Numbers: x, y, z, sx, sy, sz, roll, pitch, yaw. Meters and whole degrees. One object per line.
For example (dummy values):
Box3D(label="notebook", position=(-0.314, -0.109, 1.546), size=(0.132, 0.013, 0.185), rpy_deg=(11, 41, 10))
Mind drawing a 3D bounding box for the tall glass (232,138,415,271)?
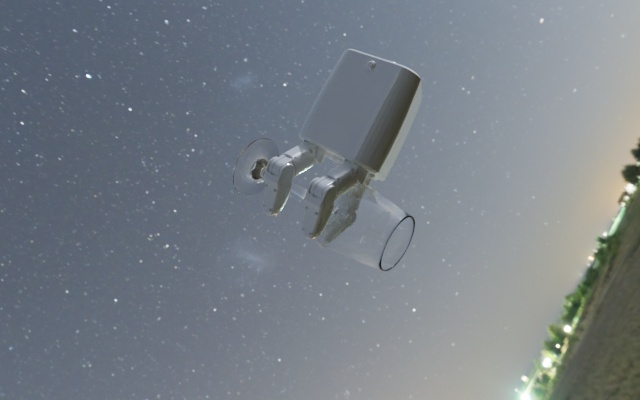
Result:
Box3D(label="tall glass", position=(0.000, 0.002, 0.515), size=(0.201, 0.079, 0.079), rpy_deg=(29, 15, 30))
